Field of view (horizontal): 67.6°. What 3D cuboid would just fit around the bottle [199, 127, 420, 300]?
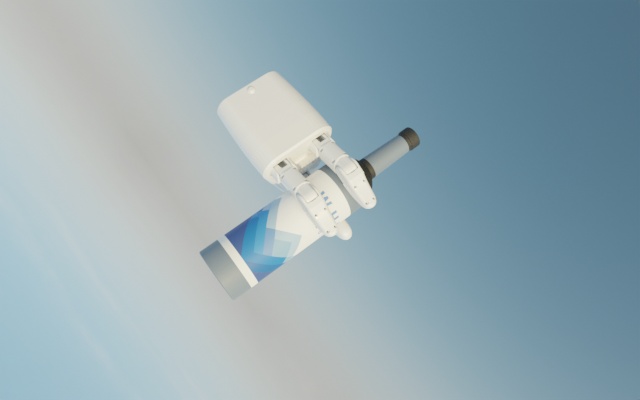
[{"bbox_3d":[0.000,0.002,0.567,0.295,0.069,0.069,-35,10,-14],"label":"bottle"}]
